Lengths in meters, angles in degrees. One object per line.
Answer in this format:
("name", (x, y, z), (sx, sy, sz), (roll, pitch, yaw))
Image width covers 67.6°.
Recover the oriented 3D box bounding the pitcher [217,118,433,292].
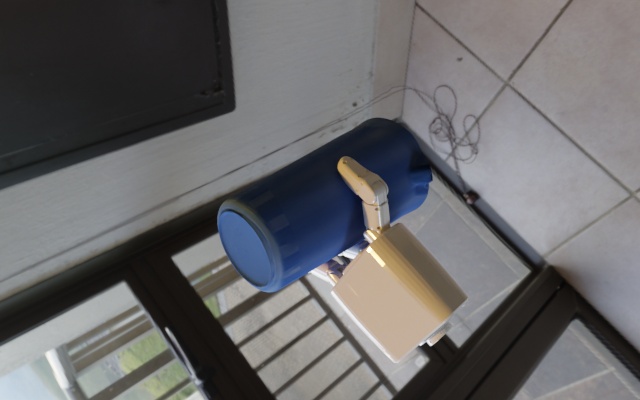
("pitcher", (0.000, 0.002, 0.564), (0.242, 0.145, 0.149), (-29, -21, -36))
